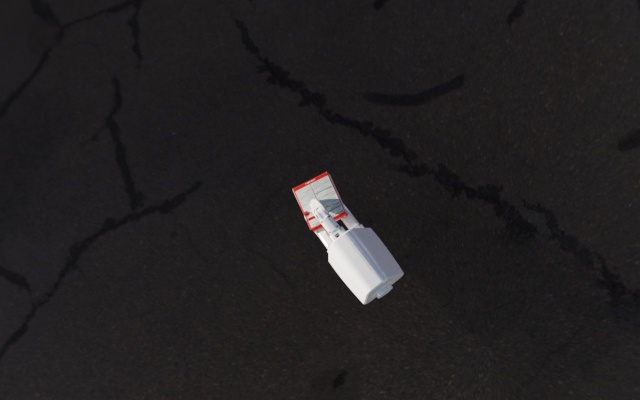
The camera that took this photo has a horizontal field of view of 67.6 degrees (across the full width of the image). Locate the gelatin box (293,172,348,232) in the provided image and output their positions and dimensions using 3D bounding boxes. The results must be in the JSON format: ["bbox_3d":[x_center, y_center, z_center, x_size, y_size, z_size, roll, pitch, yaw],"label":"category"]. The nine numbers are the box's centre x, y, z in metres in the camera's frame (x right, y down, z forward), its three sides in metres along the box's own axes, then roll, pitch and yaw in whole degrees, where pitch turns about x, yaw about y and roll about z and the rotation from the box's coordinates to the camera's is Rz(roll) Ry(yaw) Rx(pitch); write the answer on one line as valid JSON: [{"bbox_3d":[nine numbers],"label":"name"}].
[{"bbox_3d":[0.000,0.003,0.884,0.073,0.089,0.030,-27,-14,7],"label":"gelatin box"}]
